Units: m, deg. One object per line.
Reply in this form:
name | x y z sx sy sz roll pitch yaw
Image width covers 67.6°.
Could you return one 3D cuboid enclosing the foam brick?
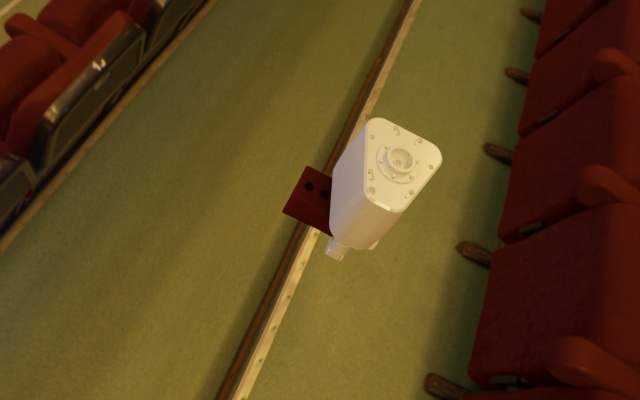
foam brick | 0.000 0.002 0.610 0.078 0.053 0.051 26 -30 -4
